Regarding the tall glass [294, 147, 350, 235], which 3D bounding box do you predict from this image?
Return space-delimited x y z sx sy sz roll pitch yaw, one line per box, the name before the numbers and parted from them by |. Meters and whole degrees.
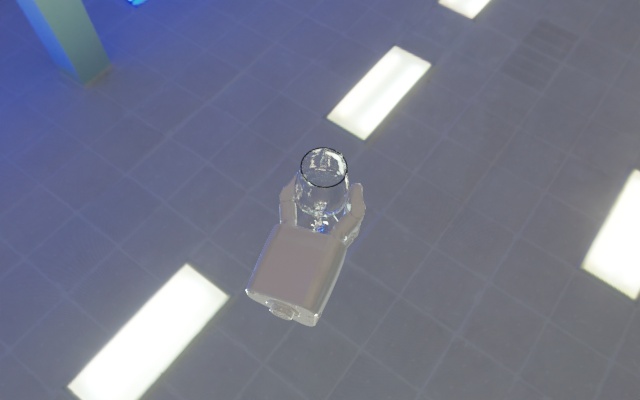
tall glass | 0.000 0.002 0.703 0.079 0.079 0.201 0 -28 -3
